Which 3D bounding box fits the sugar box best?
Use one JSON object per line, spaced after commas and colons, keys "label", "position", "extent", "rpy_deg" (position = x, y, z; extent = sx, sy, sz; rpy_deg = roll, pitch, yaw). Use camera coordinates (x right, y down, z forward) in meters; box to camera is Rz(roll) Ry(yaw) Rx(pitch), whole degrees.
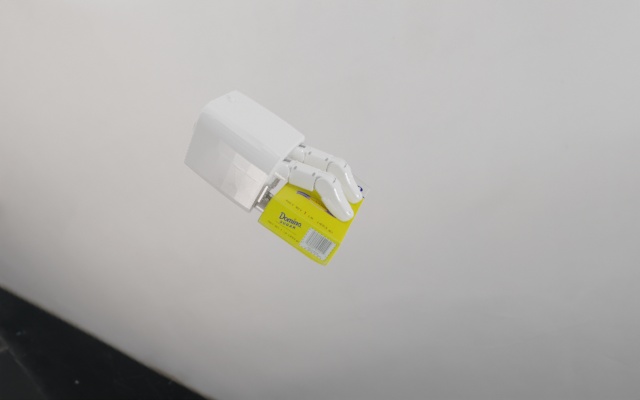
{"label": "sugar box", "position": [0.000, 0.002, 0.597], "extent": [0.093, 0.048, 0.176], "rpy_deg": [35, 30, 0]}
